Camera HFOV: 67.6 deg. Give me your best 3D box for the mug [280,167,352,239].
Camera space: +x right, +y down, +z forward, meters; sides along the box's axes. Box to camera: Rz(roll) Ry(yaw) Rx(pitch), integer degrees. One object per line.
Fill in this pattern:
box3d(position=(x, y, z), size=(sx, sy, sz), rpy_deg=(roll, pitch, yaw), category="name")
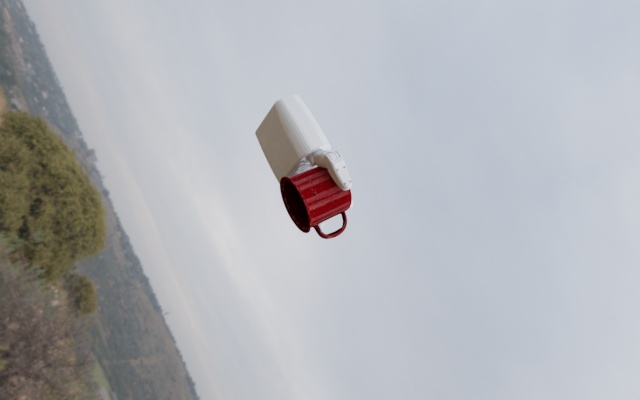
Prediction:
box3d(position=(0.001, 0.004, 0.734), size=(0.081, 0.117, 0.093), rpy_deg=(-24, -13, -22), category="mug")
